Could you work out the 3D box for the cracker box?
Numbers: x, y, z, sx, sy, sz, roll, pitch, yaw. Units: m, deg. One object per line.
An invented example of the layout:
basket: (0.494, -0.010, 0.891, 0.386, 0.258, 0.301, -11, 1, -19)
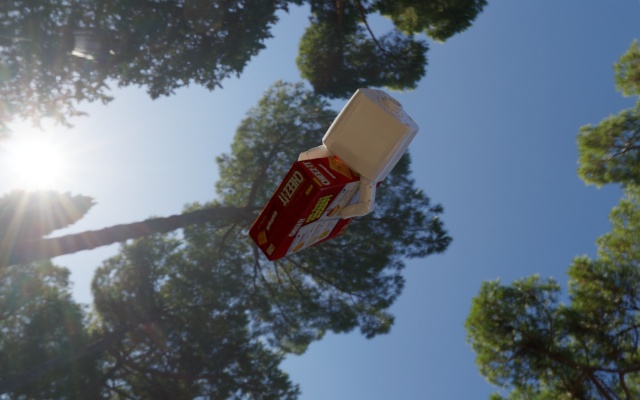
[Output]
cracker box: (0.000, 0.003, 0.812, 0.072, 0.164, 0.213, 47, 31, 20)
